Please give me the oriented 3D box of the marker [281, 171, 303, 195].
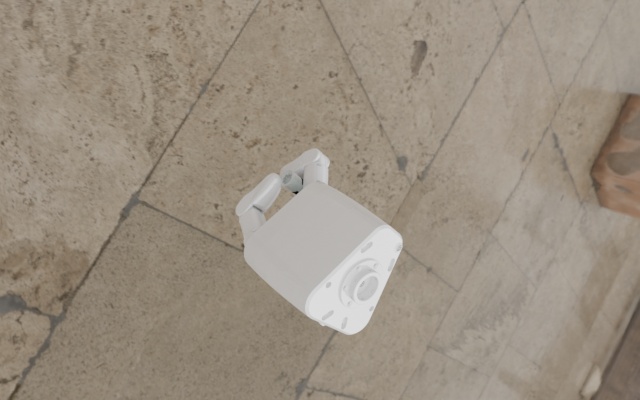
[{"bbox_3d":[0.000,0.002,0.543,0.020,0.020,0.121,0,-25,41],"label":"marker"}]
